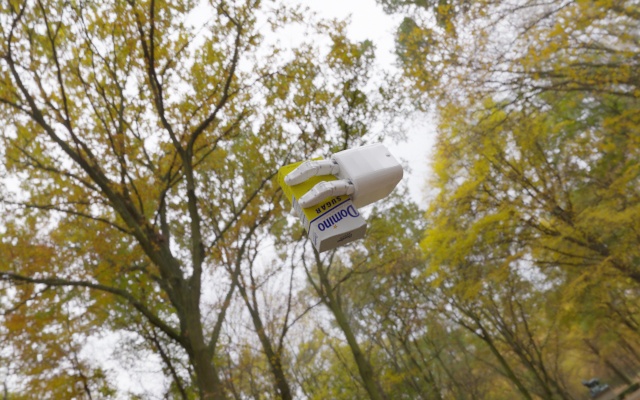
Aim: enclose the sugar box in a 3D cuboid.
[{"bbox_3d":[0.000,0.002,0.852,0.093,0.176,0.048,-19,-37,-22],"label":"sugar box"}]
